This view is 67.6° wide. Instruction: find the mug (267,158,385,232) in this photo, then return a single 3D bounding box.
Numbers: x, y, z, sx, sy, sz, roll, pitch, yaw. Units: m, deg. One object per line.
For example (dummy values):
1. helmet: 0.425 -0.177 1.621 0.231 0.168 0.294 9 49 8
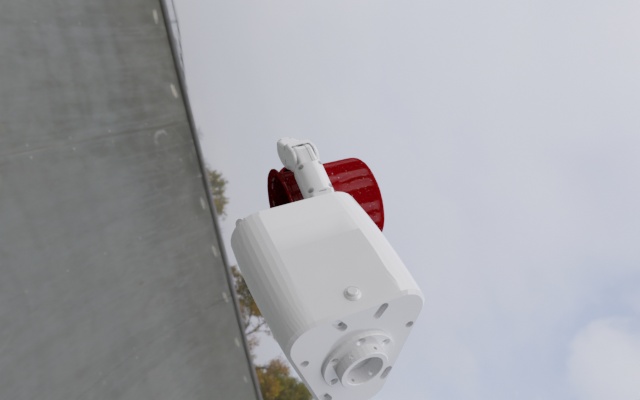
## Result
1. mug: 0.000 0.001 0.440 0.081 0.093 0.117 -15 40 -18
